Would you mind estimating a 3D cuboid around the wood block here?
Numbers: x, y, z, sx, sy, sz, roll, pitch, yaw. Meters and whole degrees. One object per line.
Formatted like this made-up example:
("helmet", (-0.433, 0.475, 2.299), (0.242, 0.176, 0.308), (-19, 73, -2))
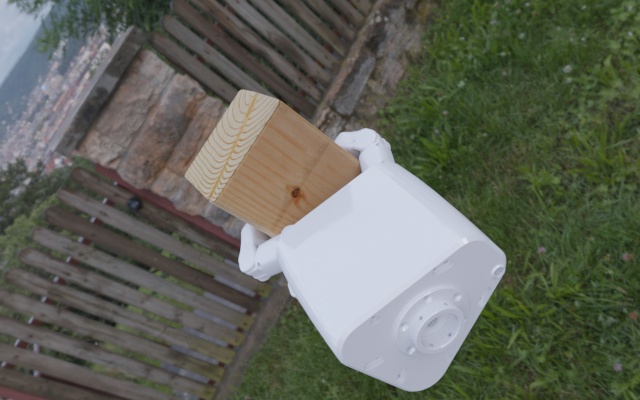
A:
("wood block", (0.000, 0.001, 0.426), (0.206, 0.091, 0.090), (34, -2, -33))
